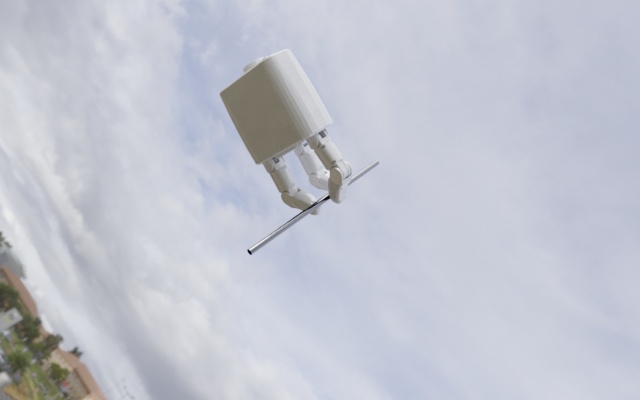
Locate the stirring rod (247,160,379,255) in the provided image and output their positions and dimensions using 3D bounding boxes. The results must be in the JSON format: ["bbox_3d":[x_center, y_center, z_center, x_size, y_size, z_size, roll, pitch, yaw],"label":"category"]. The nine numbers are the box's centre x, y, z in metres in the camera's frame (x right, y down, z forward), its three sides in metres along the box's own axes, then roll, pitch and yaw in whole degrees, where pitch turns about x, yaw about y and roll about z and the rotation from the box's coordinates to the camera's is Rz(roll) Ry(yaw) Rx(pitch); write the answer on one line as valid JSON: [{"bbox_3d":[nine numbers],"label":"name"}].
[{"bbox_3d":[0.000,0.002,0.605,0.239,0.011,0.011,-35,22,-36],"label":"stirring rod"}]
